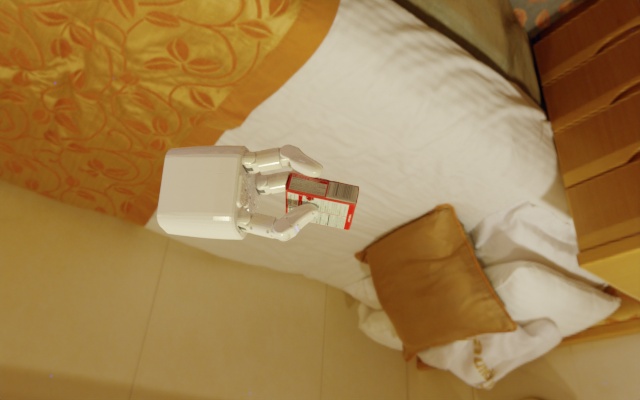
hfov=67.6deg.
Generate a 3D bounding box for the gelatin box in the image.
[{"bbox_3d":[0.000,0.002,0.604,0.089,0.030,0.073,12,-29,3],"label":"gelatin box"}]
